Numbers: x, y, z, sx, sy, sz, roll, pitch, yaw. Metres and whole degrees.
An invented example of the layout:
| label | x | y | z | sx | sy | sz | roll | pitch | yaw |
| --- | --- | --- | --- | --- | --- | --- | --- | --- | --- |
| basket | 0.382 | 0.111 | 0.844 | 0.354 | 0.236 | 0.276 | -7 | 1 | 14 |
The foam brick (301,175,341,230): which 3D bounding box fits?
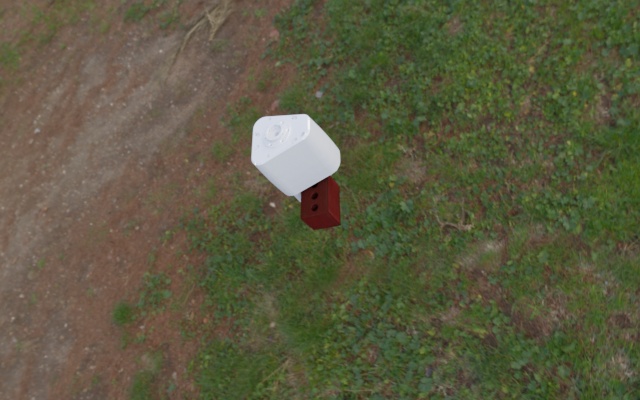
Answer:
| label | x | y | z | sx | sy | sz | roll | pitch | yaw |
| --- | --- | --- | --- | --- | --- | --- | --- | --- | --- |
| foam brick | 0.000 | 0.003 | 0.807 | 0.053 | 0.078 | 0.051 | -14 | -31 | 22 |
